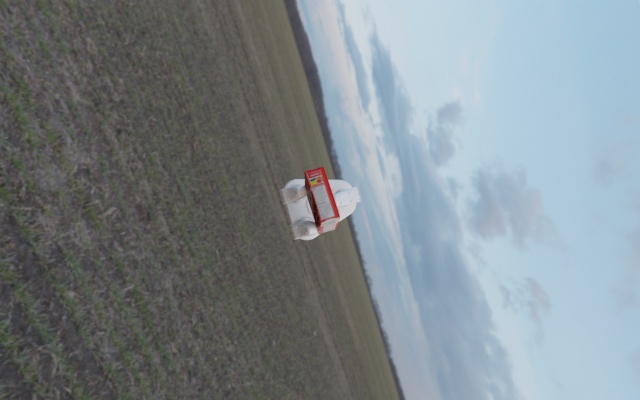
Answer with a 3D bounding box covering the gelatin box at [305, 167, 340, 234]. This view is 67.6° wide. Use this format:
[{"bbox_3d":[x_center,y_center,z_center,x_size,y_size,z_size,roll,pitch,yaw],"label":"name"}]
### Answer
[{"bbox_3d":[0.001,0.002,0.660,0.030,0.073,0.089,-16,-12,-6],"label":"gelatin box"}]
